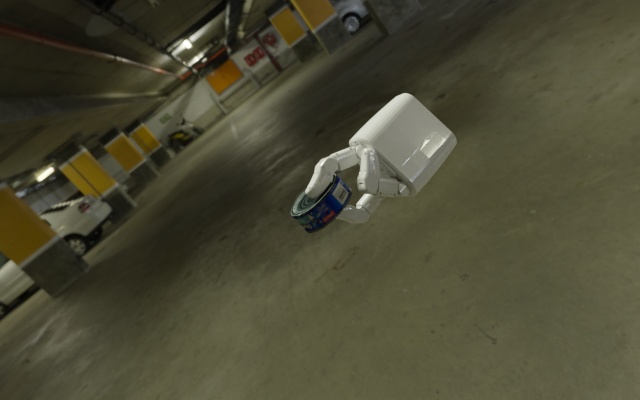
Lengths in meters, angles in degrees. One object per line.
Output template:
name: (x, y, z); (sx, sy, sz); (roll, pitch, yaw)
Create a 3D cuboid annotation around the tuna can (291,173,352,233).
tuna can: (0.000, 0.002, 0.660); (0.034, 0.086, 0.086); (47, -19, -19)
